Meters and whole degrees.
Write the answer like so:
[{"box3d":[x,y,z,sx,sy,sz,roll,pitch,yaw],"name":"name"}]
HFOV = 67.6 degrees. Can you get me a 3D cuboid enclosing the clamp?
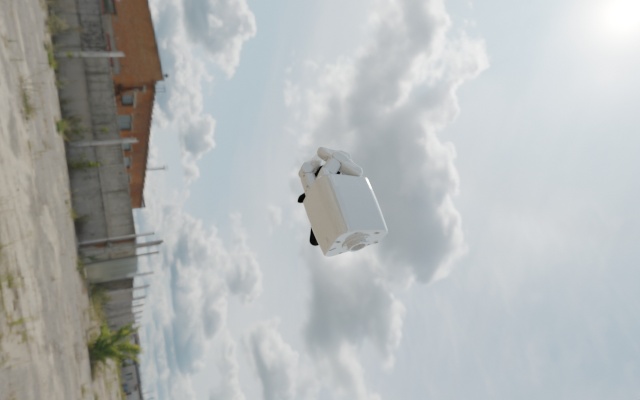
[{"box3d":[0.001,0.003,0.889,0.039,0.120,0.172,-7,-29,-24],"name":"clamp"}]
